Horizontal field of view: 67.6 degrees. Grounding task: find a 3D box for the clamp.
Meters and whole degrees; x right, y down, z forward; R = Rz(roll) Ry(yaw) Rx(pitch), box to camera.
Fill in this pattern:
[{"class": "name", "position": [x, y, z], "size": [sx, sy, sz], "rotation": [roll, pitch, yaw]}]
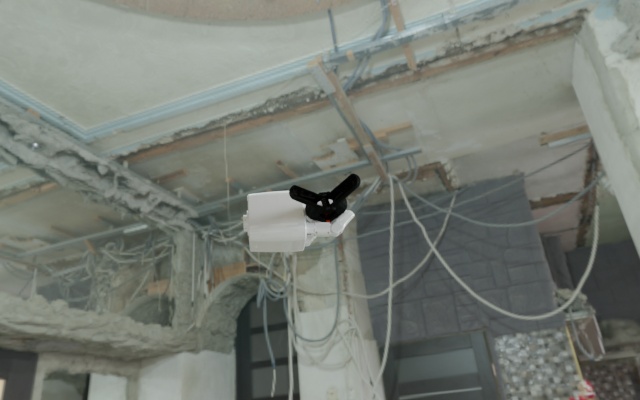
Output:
[{"class": "clamp", "position": [0.000, 0.002, 0.857], "size": [0.120, 0.039, 0.171], "rotation": [-2, -25, -8]}]
